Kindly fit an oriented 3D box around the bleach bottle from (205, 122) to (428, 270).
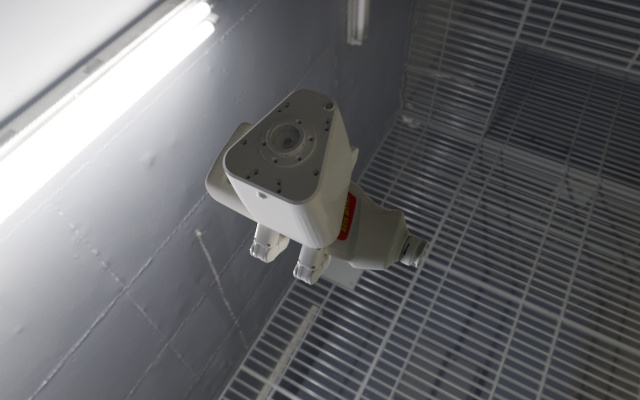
[{"bbox_3d":[0.000,0.002,0.535,0.251,0.102,0.068,23,-18,18],"label":"bleach bottle"}]
